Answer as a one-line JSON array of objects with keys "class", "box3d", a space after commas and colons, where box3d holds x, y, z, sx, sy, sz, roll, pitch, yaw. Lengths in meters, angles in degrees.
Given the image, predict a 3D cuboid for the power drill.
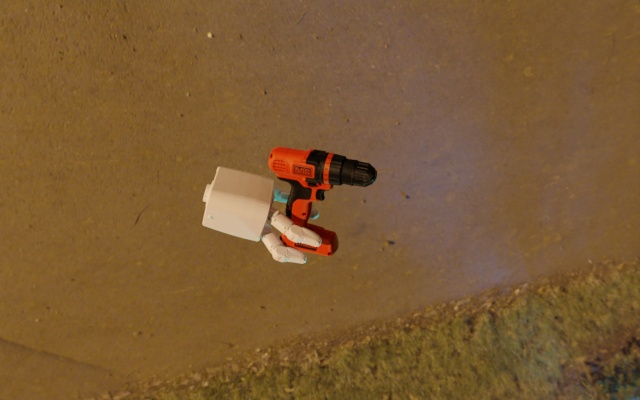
[{"class": "power drill", "box3d": [0.000, 0.003, 0.829, 0.184, 0.188, 0.057, 12, 30, 15]}]
